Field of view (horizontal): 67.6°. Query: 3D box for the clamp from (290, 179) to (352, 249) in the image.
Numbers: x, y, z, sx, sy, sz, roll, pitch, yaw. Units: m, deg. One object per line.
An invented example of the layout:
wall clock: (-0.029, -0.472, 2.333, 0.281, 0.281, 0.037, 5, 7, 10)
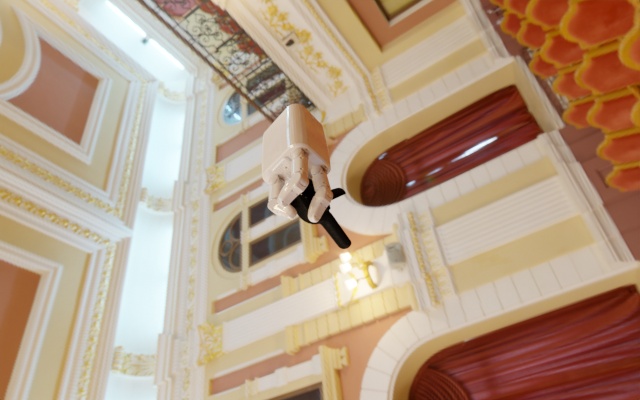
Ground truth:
clamp: (0.000, 0.003, 0.837, 0.039, 0.120, 0.171, -25, -41, 25)
